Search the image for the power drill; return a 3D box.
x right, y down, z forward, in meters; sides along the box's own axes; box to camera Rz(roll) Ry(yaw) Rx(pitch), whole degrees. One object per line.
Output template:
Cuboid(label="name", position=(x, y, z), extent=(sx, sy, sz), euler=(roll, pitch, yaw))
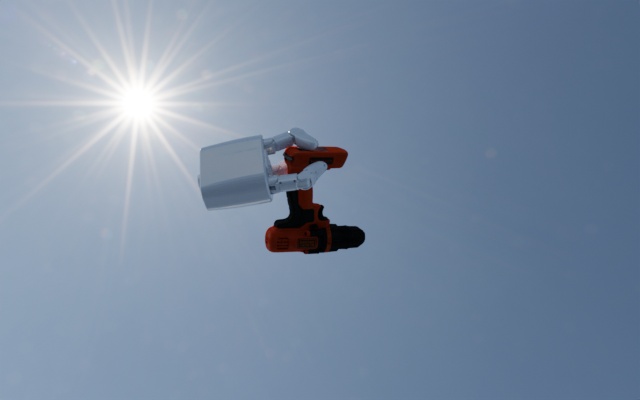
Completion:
Cuboid(label="power drill", position=(0.000, 0.002, 0.823), extent=(0.184, 0.188, 0.057), euler=(-1, 16, -21))
